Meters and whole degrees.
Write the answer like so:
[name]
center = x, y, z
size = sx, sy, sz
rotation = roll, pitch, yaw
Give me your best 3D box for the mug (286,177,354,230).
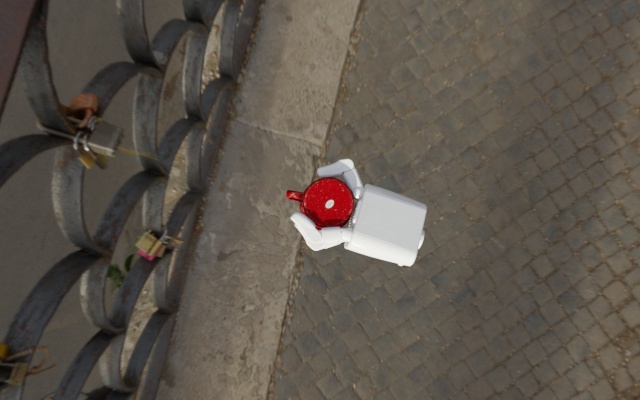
[mug]
center = -0.001, 0.002, 0.789
size = 0.117, 0.093, 0.081
rotation = 17, -5, -1
